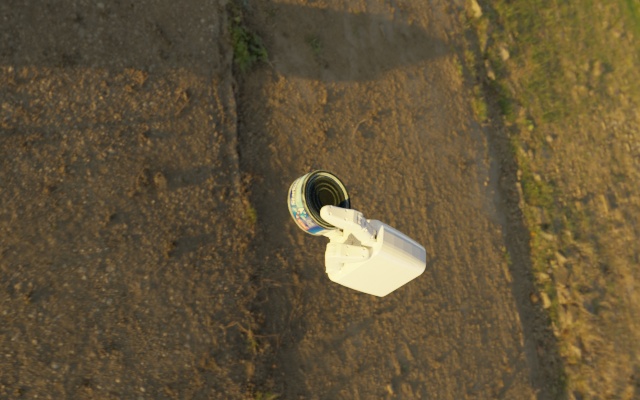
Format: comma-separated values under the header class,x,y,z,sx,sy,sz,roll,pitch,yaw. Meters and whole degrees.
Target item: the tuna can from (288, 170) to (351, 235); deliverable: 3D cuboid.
class,x,y,z,sx,sy,sz,roll,pitch,yaw
tuna can,0.000,0.002,0.649,0.086,0.086,0.034,0,-16,-40
